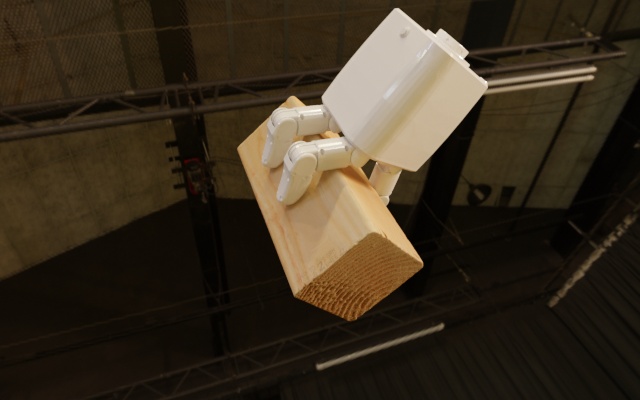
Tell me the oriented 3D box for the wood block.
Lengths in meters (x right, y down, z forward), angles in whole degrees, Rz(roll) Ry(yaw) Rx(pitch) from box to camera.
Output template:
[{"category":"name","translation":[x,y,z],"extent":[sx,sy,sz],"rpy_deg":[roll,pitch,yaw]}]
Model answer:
[{"category":"wood block","translation":[0.001,0.001,0.473],"extent":[0.090,0.206,0.091],"rpy_deg":[-41,-45,15]}]
